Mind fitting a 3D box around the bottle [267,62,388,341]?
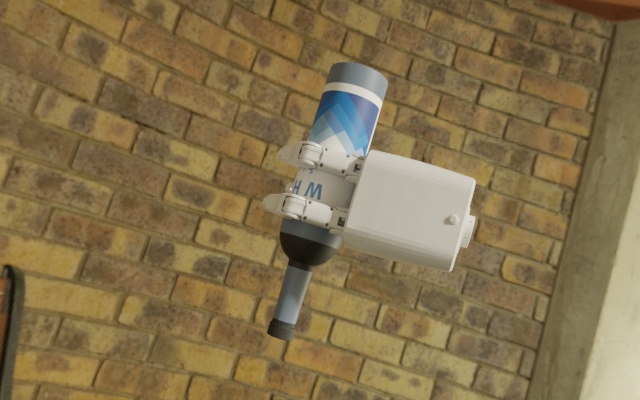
[{"bbox_3d":[0.000,0.001,0.512,0.069,0.295,0.069,17,-7,2],"label":"bottle"}]
